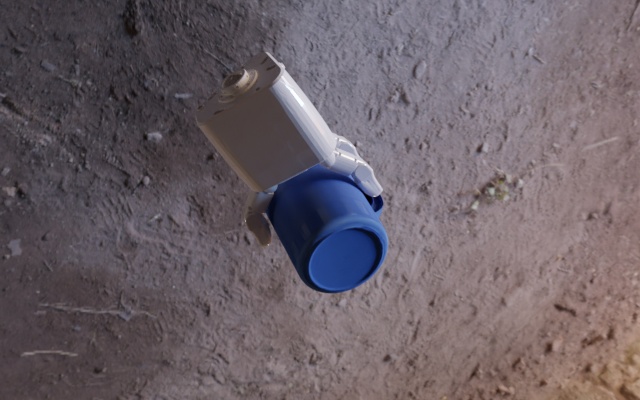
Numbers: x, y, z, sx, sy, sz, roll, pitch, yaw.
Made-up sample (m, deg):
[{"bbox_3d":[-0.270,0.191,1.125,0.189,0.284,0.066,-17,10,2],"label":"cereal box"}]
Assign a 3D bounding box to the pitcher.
[{"bbox_3d":[0.000,0.002,0.616,0.149,0.145,0.242,-35,37,3],"label":"pitcher"}]
